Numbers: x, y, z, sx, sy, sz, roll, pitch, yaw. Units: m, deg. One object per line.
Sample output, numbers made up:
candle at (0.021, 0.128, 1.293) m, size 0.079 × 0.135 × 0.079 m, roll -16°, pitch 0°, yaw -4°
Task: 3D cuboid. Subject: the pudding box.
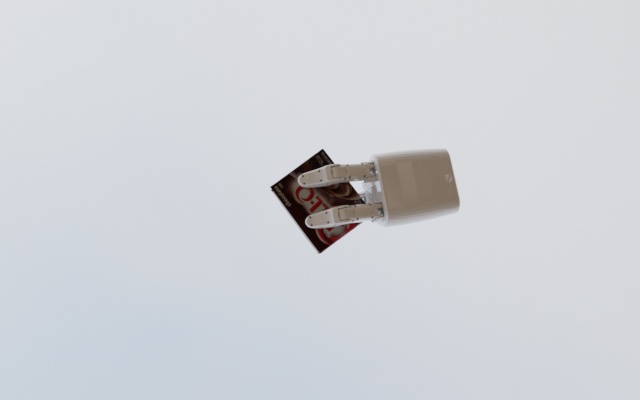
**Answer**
pudding box at (0.000, 0.002, 0.645) m, size 0.090 × 0.113 × 0.039 m, roll -37°, pitch -6°, yaw -10°
